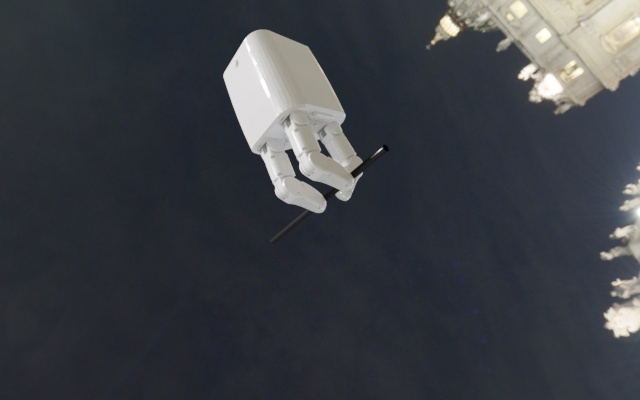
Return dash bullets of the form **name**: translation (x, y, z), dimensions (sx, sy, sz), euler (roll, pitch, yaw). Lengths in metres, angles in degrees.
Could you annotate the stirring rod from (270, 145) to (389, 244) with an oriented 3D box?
- **stirring rod**: translation (0.000, 0.002, 0.555), dimensions (0.011, 0.011, 0.240), euler (0, -26, -36)
